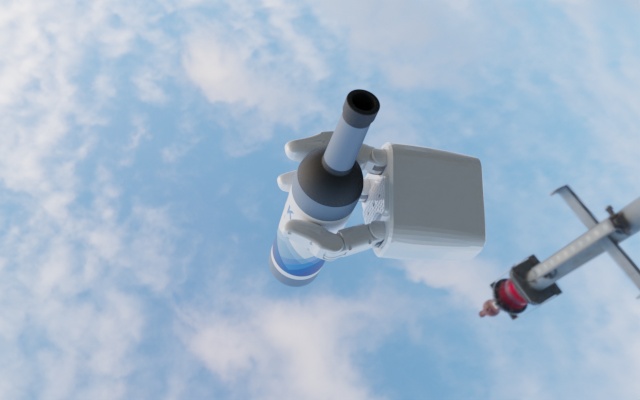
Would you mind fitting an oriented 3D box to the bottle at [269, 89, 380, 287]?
[{"bbox_3d":[0.000,0.002,0.487,0.069,0.069,0.296,0,-32,-15],"label":"bottle"}]
